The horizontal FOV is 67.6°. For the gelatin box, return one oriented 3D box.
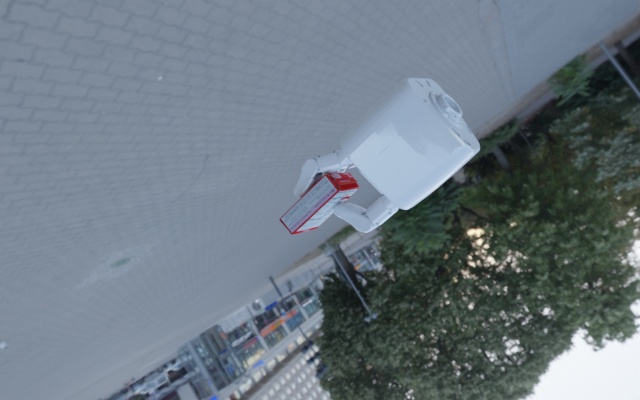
[{"bbox_3d":[0.000,0.003,0.604,0.089,0.030,0.073,-44,-13,20],"label":"gelatin box"}]
